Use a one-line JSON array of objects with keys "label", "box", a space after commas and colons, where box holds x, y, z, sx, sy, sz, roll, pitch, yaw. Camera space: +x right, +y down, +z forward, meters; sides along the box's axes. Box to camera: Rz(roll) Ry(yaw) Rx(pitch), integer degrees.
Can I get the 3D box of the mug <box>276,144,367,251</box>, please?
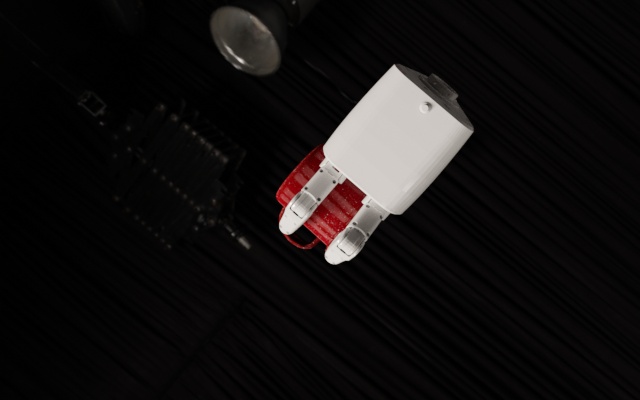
[{"label": "mug", "box": [-0.001, 0.003, 0.520, 0.081, 0.117, 0.093, 42, 24, 2]}]
